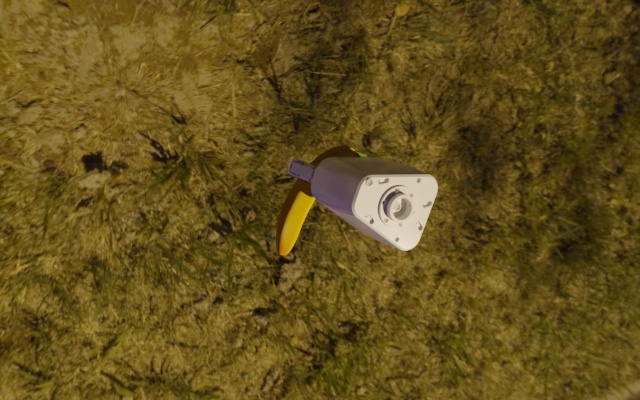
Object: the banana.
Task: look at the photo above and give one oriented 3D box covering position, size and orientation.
[{"bbox_3d":[-0.009,-0.012,0.682,0.070,0.198,0.037,45,-9,-30],"label":"banana"}]
